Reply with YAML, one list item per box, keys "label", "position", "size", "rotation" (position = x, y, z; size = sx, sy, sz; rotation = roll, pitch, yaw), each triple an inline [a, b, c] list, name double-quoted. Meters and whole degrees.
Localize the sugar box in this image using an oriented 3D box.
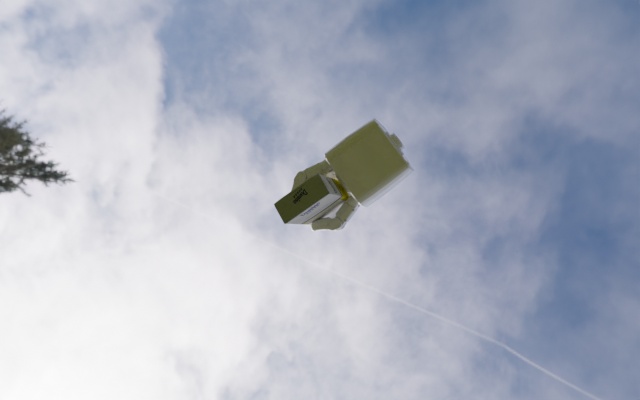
- label: "sugar box"
  position: [0.000, 0.002, 0.828]
  size: [0.093, 0.048, 0.176]
  rotation: [-34, -17, 15]
